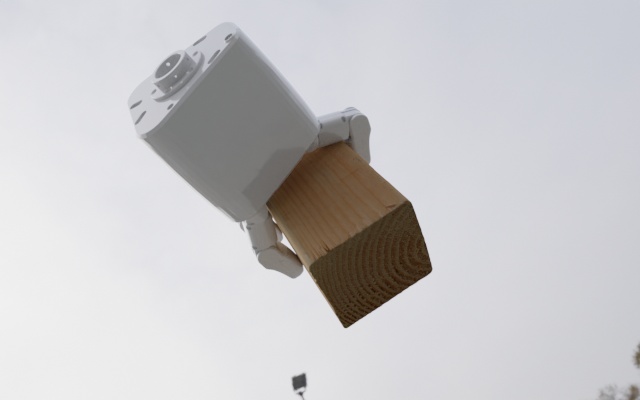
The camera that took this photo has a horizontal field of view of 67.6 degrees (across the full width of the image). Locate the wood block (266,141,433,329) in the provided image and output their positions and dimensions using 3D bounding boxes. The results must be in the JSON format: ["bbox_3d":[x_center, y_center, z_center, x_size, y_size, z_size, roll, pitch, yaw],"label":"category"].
[{"bbox_3d":[0.000,0.001,0.441,0.091,0.090,0.206,-32,40,-6],"label":"wood block"}]
